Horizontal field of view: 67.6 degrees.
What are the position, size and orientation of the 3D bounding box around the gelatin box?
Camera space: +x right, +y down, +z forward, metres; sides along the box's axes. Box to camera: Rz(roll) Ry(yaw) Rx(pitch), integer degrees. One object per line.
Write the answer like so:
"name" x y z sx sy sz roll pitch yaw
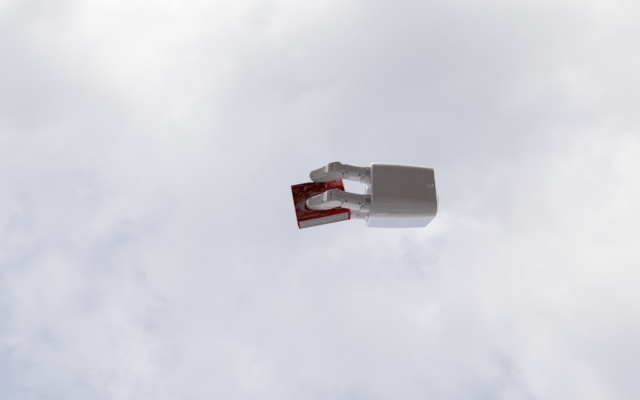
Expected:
"gelatin box" 0.000 0.003 0.790 0.089 0.073 0.030 -11 -32 -2
